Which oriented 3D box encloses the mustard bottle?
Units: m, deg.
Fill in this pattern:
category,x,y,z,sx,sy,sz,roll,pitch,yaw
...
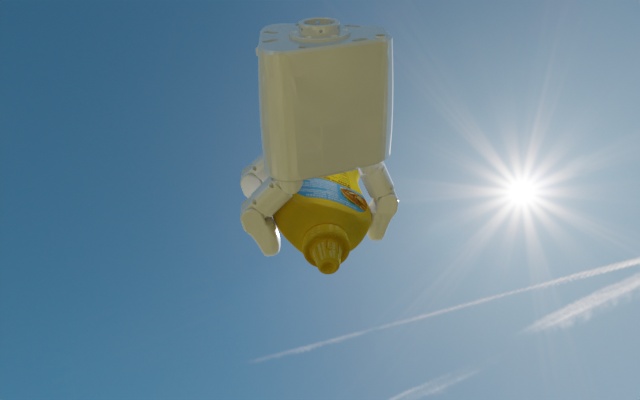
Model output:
category,x,y,z,sx,sy,sz,roll,pitch,yaw
mustard bottle,0.000,0.002,0.467,0.096,0.058,0.191,17,30,-16
